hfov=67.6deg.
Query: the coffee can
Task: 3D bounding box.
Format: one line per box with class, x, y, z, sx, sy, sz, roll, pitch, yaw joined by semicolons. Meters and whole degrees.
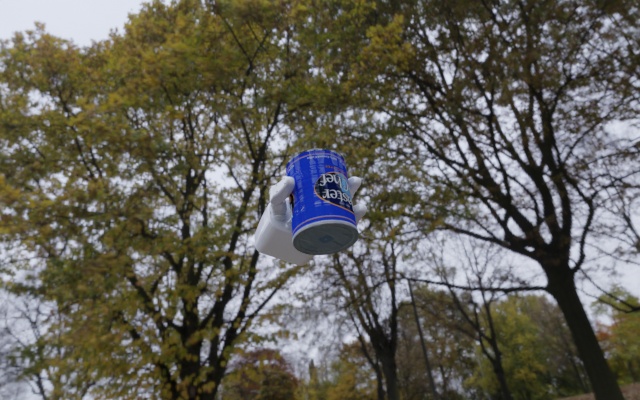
coffee can;0.000;0.003;0.765;0.103;0.140;0.103;-6;-32;-4
